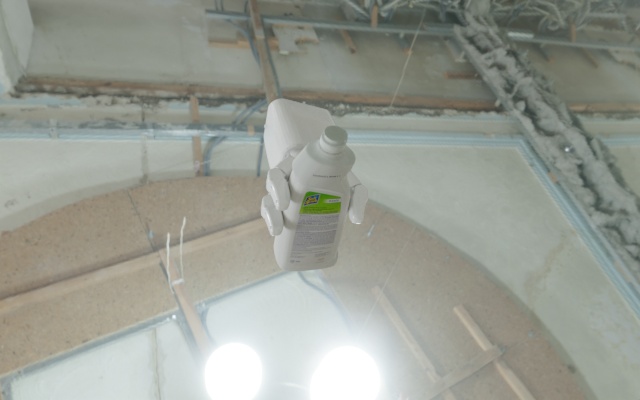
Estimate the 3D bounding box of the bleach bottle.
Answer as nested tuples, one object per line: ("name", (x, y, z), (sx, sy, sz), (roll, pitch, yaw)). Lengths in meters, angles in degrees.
("bleach bottle", (0.000, 0.002, 0.650), (0.102, 0.068, 0.251), (-5, -39, -19))
